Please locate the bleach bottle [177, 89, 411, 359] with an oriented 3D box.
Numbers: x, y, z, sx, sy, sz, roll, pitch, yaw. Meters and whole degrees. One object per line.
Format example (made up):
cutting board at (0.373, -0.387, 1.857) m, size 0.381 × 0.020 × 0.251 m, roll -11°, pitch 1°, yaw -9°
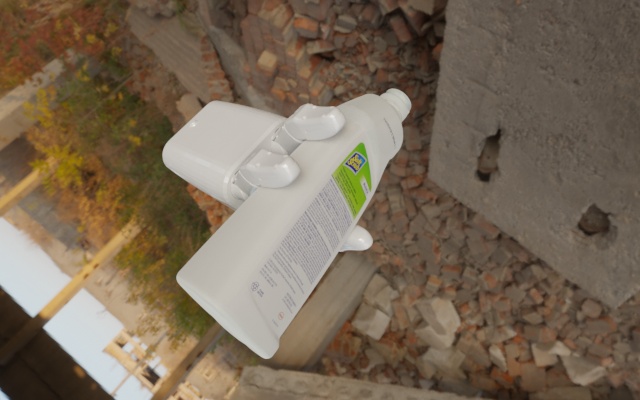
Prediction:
bleach bottle at (0.000, 0.001, 0.405) m, size 0.068 × 0.250 × 0.103 m, roll 23°, pitch -27°, yaw 36°
